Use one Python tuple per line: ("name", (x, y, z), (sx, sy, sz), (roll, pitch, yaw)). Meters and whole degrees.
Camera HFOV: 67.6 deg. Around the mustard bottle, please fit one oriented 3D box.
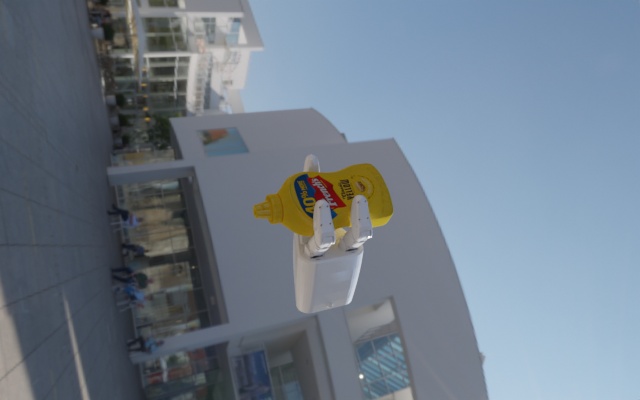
("mustard bottle", (0.000, 0.002, 0.669), (0.191, 0.096, 0.058), (-9, -29, -21))
